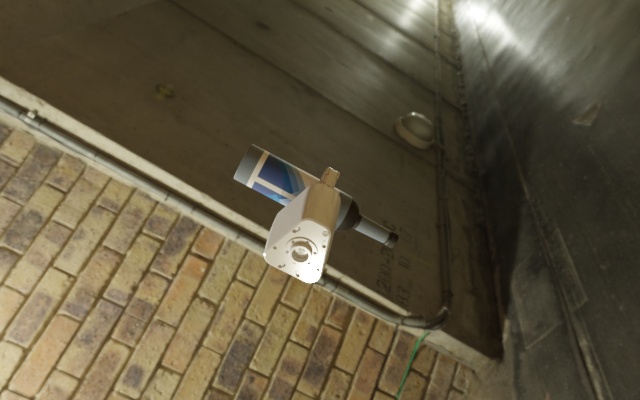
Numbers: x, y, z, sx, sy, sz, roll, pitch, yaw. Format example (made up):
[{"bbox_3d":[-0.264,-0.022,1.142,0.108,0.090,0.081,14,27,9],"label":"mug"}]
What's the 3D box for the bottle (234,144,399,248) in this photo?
[{"bbox_3d":[0.000,0.002,0.812,0.296,0.069,0.069,28,-4,-7],"label":"bottle"}]
